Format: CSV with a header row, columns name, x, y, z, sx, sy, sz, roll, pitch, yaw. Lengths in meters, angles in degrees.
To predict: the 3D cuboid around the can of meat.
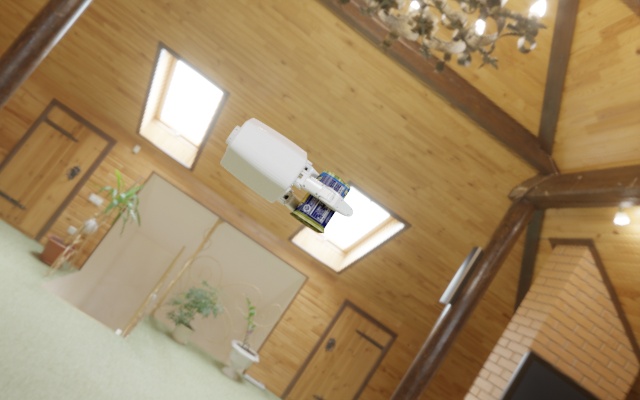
name,x,y,z,sx,sy,sz,roll,pitch,yaw
can of meat,0.000,0.002,0.759,0.057,0.084,0.102,34,-7,-5
